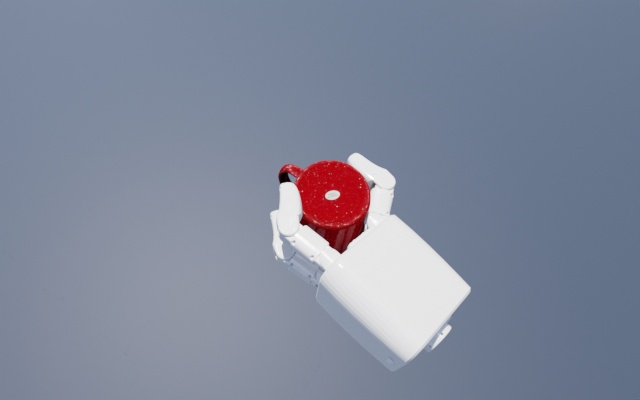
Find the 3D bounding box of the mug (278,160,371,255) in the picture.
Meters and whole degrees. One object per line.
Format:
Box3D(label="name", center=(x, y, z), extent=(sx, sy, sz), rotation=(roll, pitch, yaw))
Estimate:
Box3D(label="mug", center=(-0.001, 0.001, 0.523), extent=(0.093, 0.117, 0.081), rotation=(-42, -16, -23))
